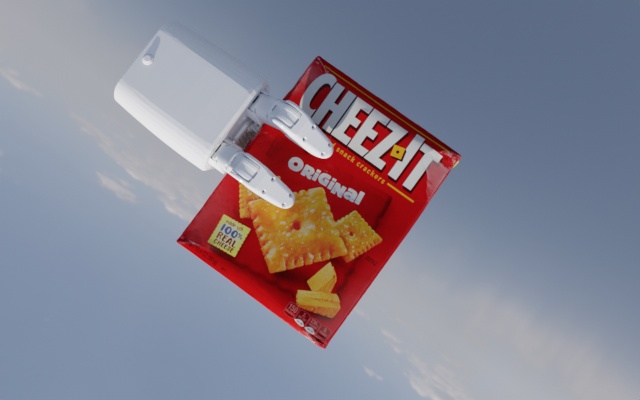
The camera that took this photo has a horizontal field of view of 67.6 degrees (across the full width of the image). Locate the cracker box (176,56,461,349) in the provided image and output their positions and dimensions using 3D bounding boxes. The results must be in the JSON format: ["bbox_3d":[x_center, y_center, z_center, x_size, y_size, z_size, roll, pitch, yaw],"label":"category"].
[{"bbox_3d":[0.000,0.002,0.447,0.164,0.213,0.072,36,-4,4],"label":"cracker box"}]
